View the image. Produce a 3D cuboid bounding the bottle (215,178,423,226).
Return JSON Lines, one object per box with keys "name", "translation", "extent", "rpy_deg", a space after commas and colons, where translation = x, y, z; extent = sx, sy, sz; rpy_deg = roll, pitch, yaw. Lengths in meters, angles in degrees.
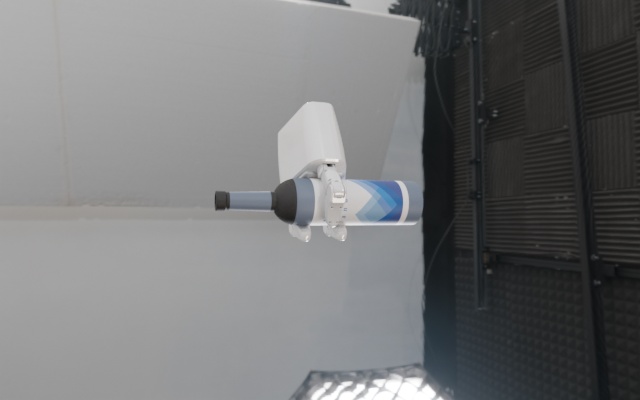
{"name": "bottle", "translation": [0.000, 0.002, 0.681], "extent": [0.296, 0.069, 0.069], "rpy_deg": [1, 0, -18]}
